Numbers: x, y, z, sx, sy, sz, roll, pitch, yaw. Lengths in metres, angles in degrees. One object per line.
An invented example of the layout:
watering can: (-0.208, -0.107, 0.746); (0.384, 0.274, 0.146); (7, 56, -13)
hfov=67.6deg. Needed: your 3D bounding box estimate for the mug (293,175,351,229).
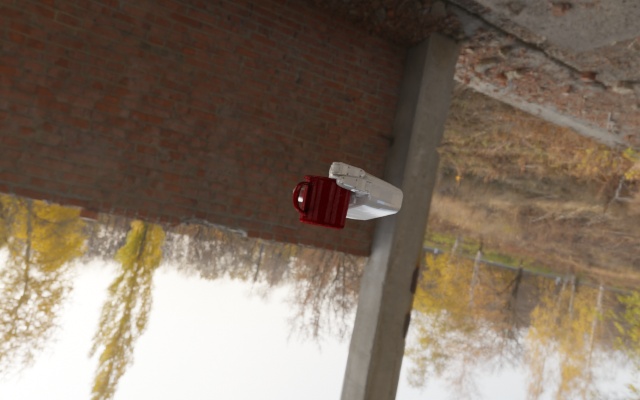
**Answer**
mug: (-0.001, 0.003, 0.833); (0.117, 0.081, 0.093); (14, -6, -43)
